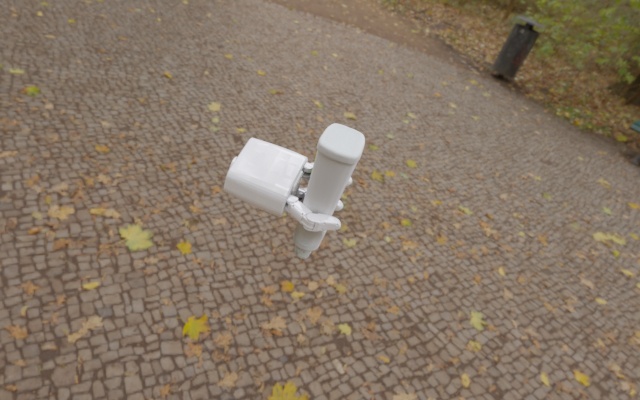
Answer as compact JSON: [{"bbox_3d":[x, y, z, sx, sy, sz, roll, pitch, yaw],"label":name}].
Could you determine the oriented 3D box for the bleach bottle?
[{"bbox_3d":[0.000,0.003,0.798,0.068,0.251,0.102,22,33,3],"label":"bleach bottle"}]
